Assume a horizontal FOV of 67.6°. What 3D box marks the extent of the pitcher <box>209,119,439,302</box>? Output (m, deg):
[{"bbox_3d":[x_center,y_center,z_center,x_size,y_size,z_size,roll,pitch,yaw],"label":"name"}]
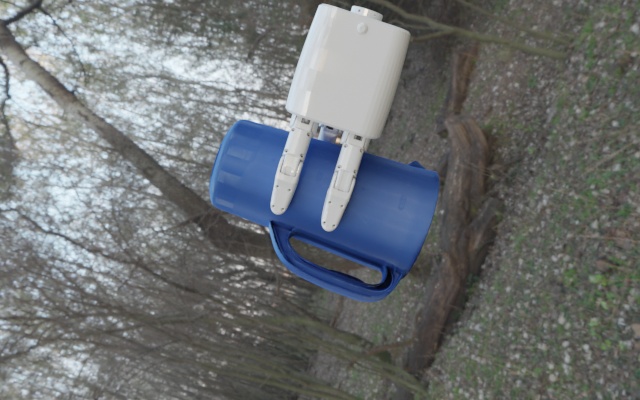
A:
[{"bbox_3d":[0.000,0.002,0.548,0.243,0.145,0.149,18,18,0],"label":"pitcher"}]
